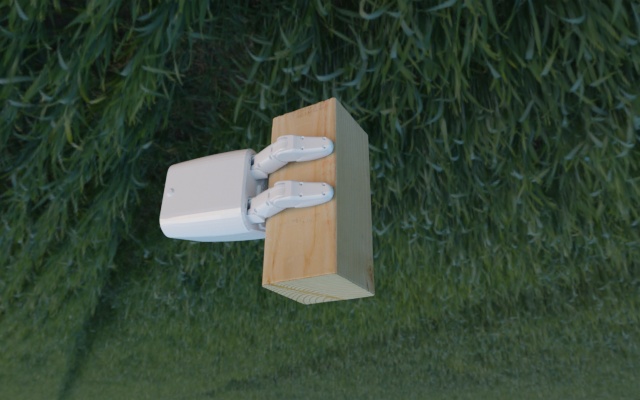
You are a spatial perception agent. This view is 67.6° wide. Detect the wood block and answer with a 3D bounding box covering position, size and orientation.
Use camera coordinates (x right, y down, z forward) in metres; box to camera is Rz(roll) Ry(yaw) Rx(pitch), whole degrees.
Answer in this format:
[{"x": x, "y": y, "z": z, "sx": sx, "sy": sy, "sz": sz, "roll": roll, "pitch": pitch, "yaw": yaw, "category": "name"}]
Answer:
[{"x": 0.000, "y": 0.002, "z": 0.542, "sx": 0.090, "sy": 0.206, "sz": 0.091, "roll": -14, "pitch": -29, "yaw": 26, "category": "wood block"}]
